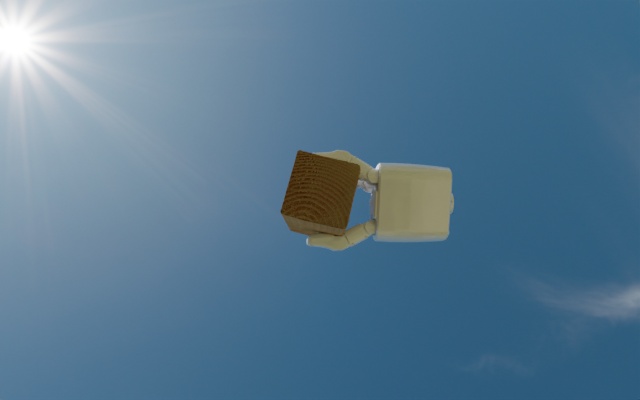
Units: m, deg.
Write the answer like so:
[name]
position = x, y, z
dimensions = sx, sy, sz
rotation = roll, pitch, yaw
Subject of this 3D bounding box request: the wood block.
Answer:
[wood block]
position = 0.000, 0.003, 0.720
dimensions = 0.090, 0.091, 0.206
rotation = 14, -10, 2
